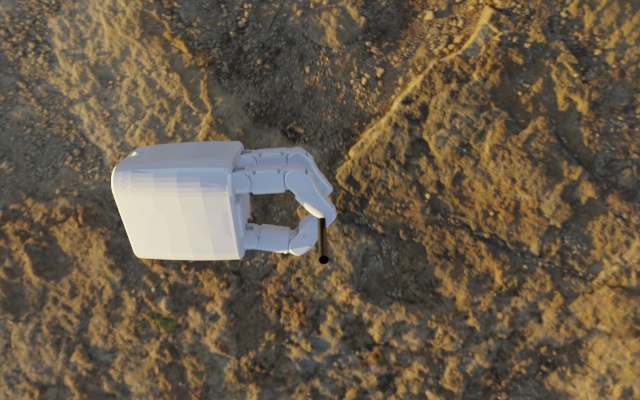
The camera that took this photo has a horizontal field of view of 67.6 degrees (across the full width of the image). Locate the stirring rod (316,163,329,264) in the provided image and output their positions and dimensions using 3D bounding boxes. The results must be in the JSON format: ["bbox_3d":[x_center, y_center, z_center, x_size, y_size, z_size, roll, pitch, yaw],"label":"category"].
[{"bbox_3d":[0.000,0.002,0.485,0.011,0.011,0.239,0,22,-1],"label":"stirring rod"}]
